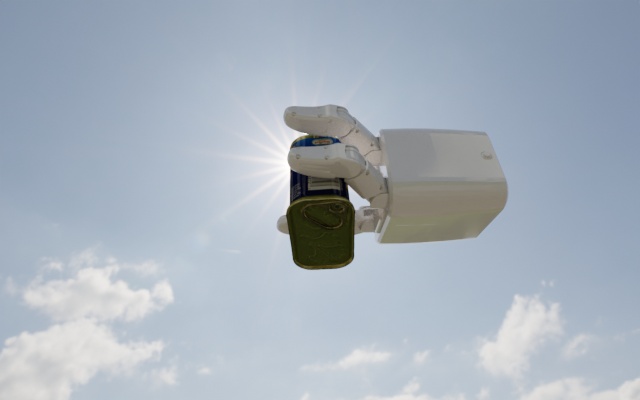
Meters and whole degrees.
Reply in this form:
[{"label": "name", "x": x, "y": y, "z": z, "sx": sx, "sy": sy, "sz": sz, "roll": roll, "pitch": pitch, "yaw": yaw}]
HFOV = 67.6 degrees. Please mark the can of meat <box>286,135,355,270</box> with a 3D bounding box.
[{"label": "can of meat", "x": 0.000, "y": 0.001, "z": 0.444, "sx": 0.057, "sy": 0.083, "sz": 0.102, "roll": -3, "pitch": -41, "yaw": 1}]
